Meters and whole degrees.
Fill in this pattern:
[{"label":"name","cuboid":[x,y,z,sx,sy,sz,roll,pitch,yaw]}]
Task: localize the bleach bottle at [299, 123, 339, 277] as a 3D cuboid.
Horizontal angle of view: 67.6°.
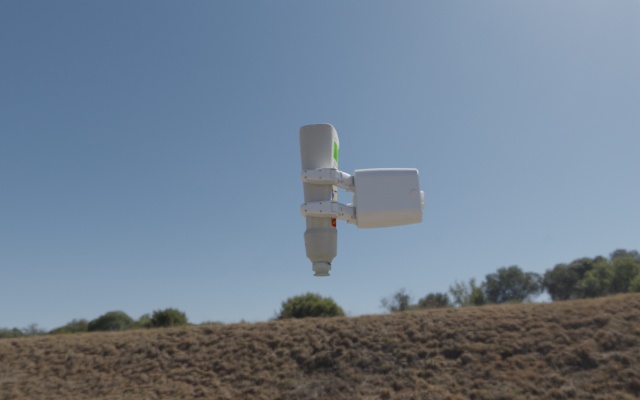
[{"label":"bleach bottle","cuboid":[0.000,0.003,0.806,0.068,0.250,0.103,-4,-18,7]}]
